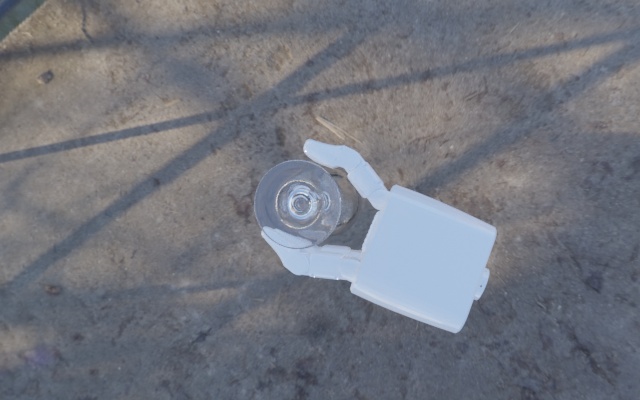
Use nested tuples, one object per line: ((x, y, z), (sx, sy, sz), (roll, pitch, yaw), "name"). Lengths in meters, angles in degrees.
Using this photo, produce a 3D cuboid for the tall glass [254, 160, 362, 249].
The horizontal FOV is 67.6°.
((0.000, 0.002, 0.491), (0.079, 0.079, 0.201), (0, 1, 11), "tall glass")
